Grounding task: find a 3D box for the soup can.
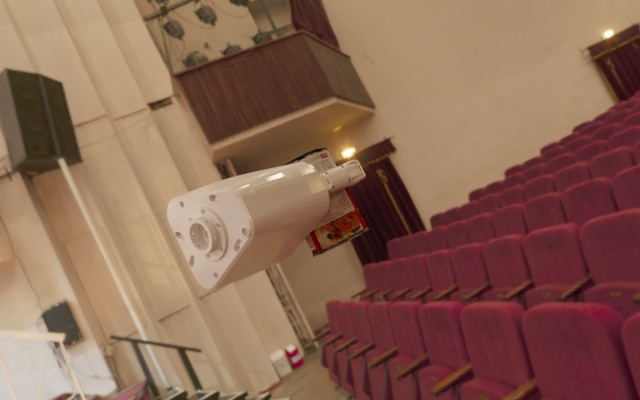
[{"bbox_3d":[0.000,0.001,0.524,0.068,0.102,0.068,-26,-4,-2],"label":"soup can"}]
